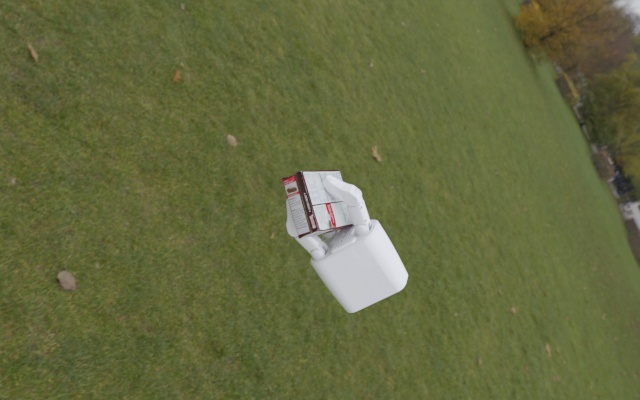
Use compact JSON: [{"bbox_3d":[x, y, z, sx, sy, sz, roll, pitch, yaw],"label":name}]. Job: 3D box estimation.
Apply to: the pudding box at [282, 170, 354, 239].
[{"bbox_3d":[0.000,0.002,0.694,0.039,0.090,0.113,-20,-7,29],"label":"pudding box"}]
